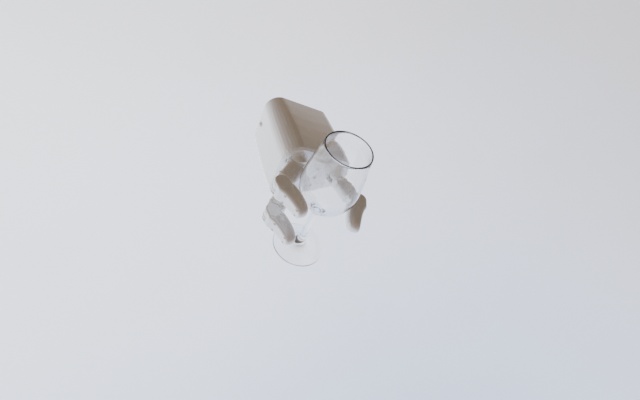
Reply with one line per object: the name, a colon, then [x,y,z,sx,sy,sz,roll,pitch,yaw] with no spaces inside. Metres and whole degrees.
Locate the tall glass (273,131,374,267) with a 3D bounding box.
tall glass: [0.000,0.003,0.621,0.079,0.079,0.201,0,-38,-25]
